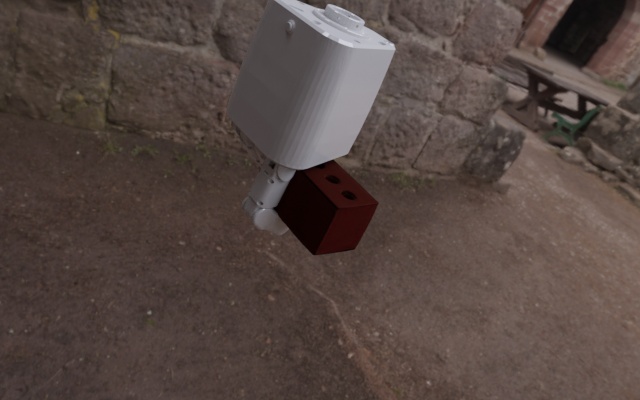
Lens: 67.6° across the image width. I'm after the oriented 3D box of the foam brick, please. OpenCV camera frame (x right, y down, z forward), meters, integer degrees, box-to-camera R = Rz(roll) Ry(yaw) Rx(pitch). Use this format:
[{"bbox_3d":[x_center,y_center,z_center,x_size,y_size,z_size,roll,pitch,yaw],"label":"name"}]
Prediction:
[{"bbox_3d":[0.000,0.002,0.411,0.053,0.051,0.078,-5,41,-46],"label":"foam brick"}]
